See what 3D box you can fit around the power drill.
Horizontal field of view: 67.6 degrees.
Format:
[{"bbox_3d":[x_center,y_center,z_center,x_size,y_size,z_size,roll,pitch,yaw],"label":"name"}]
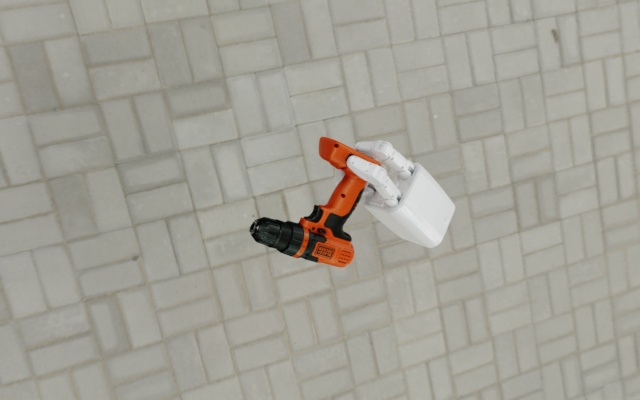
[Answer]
[{"bbox_3d":[0.001,0.002,0.729,0.184,0.187,0.057,20,6,-35],"label":"power drill"}]
